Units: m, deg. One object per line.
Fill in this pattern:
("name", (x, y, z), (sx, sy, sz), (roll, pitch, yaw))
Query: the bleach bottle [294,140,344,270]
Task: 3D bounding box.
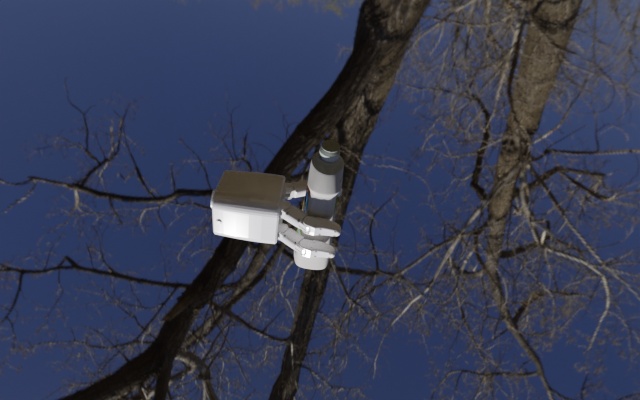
("bleach bottle", (0.000, 0.003, 0.788), (0.068, 0.251, 0.102), (7, 44, -3))
